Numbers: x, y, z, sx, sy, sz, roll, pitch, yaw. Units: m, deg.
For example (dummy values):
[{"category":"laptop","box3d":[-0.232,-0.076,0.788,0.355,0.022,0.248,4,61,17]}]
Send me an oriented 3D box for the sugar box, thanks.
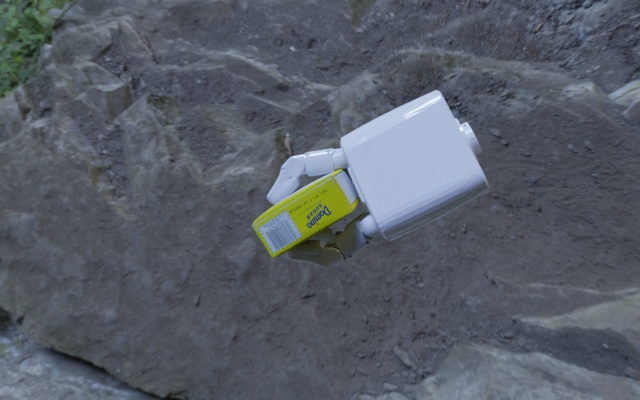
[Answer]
[{"category":"sugar box","box3d":[0.000,0.002,0.516,0.093,0.048,0.176,-30,0,16]}]
